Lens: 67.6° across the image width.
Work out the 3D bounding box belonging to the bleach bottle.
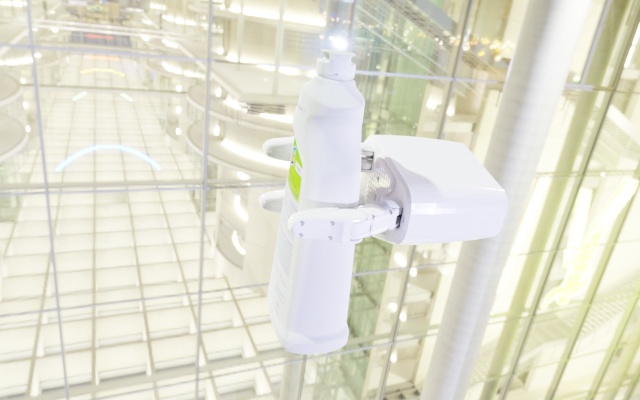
[{"bbox_3d":[0.000,0.001,0.416,0.068,0.251,0.102,0,24,-19],"label":"bleach bottle"}]
